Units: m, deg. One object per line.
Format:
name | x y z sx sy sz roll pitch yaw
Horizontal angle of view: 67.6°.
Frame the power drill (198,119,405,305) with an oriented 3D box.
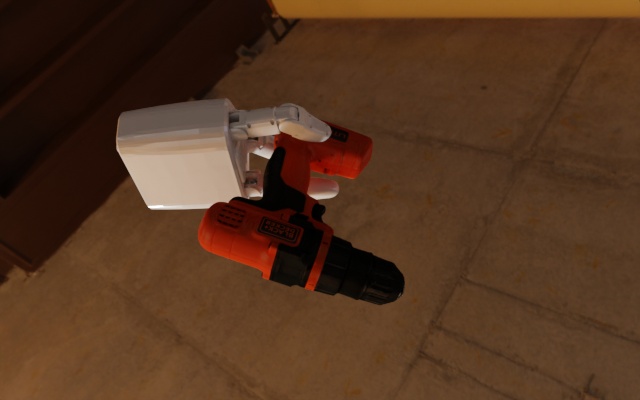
power drill | 0.000 0.001 0.462 0.184 0.187 0.057 20 -46 -2
